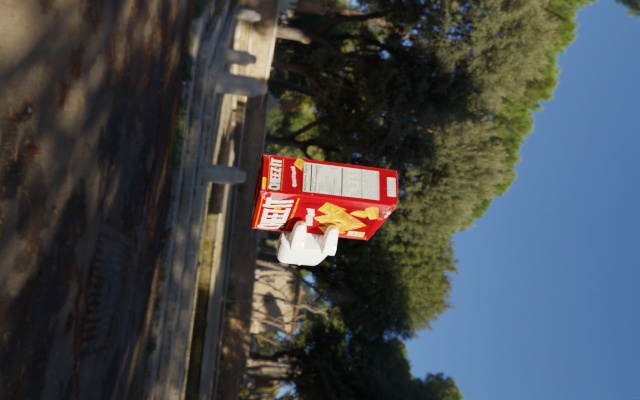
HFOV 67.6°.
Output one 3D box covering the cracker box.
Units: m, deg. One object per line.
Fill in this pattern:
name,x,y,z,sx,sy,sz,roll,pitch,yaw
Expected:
cracker box,0.000,0.002,0.786,0.214,0.072,0.164,6,-24,-10
